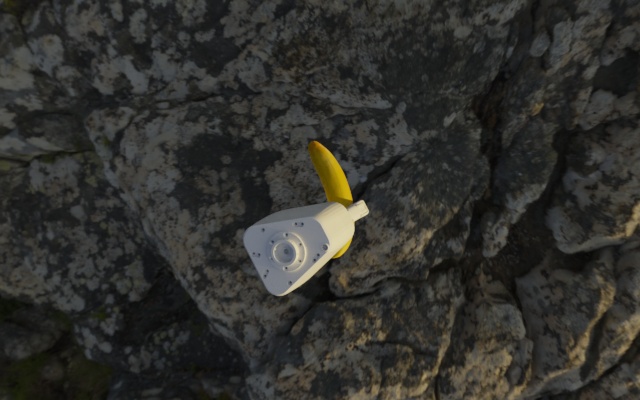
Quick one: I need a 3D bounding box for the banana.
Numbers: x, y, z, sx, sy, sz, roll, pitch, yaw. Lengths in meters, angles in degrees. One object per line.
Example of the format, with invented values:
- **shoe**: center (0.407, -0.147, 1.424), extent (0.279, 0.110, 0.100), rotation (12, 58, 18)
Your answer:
- **banana**: center (0.018, 0.006, 0.738), extent (0.069, 0.198, 0.037), rotation (-1, 8, 20)
